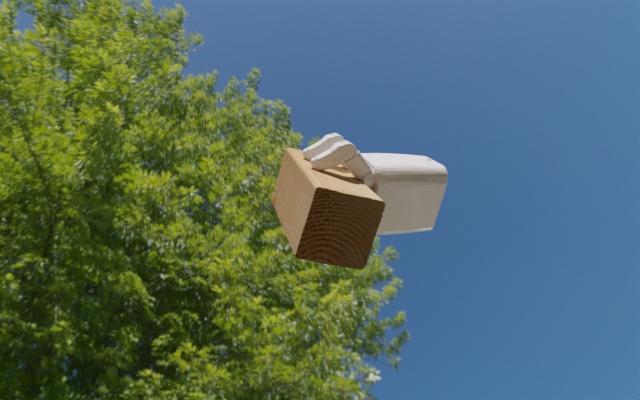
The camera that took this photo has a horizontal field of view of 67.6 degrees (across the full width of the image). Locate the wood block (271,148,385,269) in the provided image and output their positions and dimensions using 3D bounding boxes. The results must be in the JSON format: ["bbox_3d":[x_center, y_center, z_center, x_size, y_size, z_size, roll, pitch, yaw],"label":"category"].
[{"bbox_3d":[0.000,0.002,0.642,0.090,0.091,0.206,12,15,-17],"label":"wood block"}]
